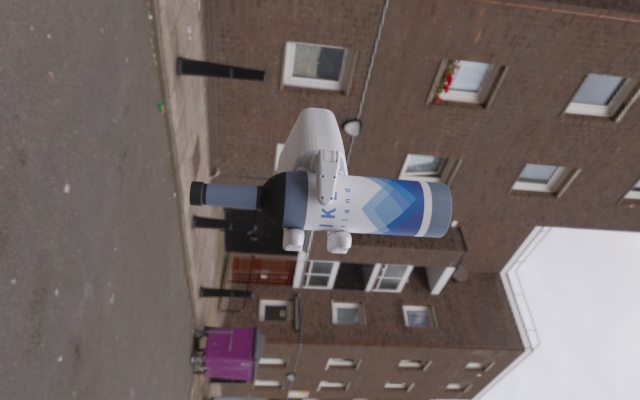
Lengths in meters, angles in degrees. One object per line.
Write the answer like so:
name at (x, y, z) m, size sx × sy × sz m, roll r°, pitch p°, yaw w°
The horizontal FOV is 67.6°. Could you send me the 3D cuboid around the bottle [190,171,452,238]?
bottle at (0.000, 0.002, 0.556) m, size 0.296 × 0.069 × 0.069 m, roll 4°, pitch -1°, yaw -8°
